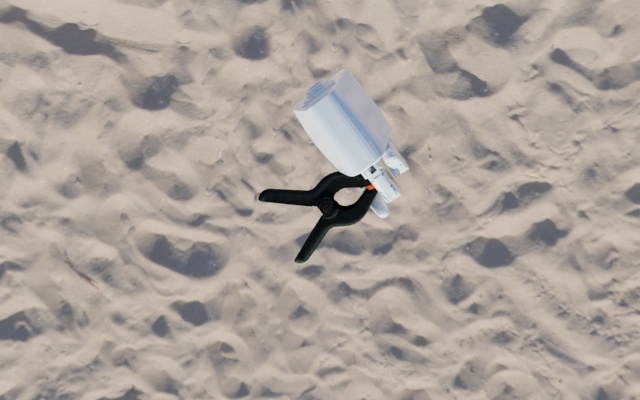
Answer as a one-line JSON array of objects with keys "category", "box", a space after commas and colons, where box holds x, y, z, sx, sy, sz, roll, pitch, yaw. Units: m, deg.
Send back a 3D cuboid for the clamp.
[{"category": "clamp", "box": [0.000, 0.002, 0.670, 0.171, 0.120, 0.039, -35, 17, 12]}]
